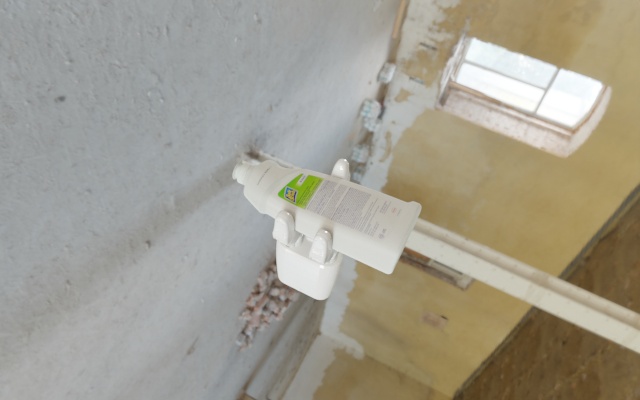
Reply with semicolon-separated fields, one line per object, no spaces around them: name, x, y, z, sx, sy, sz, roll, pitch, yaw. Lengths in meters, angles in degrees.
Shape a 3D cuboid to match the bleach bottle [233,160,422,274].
bleach bottle;0.000;0.002;0.645;0.251;0.102;0.068;25;-37;13
